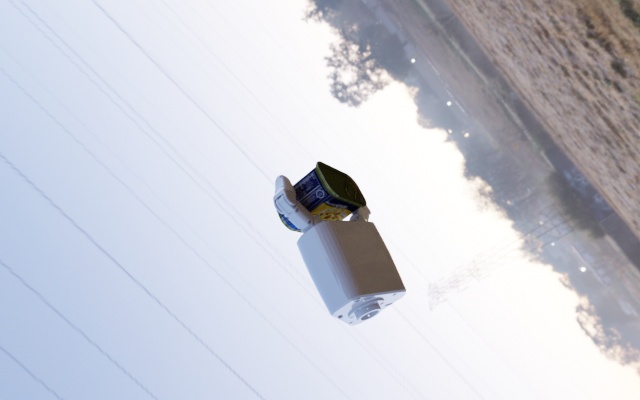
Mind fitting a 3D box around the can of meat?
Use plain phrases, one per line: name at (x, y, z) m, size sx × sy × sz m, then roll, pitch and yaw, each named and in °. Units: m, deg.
can of meat at (0.000, 0.002, 0.645) m, size 0.084 × 0.057 × 0.102 m, roll -38°, pitch -29°, yaw 21°
